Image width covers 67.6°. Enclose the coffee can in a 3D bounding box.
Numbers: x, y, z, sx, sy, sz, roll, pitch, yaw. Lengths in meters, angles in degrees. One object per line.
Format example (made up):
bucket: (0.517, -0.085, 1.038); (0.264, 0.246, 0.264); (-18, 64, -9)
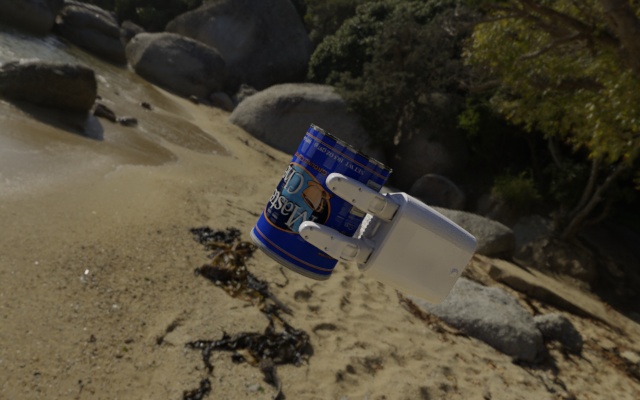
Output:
coffee can: (0.000, 0.002, 0.528); (0.103, 0.140, 0.103); (29, 7, -4)
